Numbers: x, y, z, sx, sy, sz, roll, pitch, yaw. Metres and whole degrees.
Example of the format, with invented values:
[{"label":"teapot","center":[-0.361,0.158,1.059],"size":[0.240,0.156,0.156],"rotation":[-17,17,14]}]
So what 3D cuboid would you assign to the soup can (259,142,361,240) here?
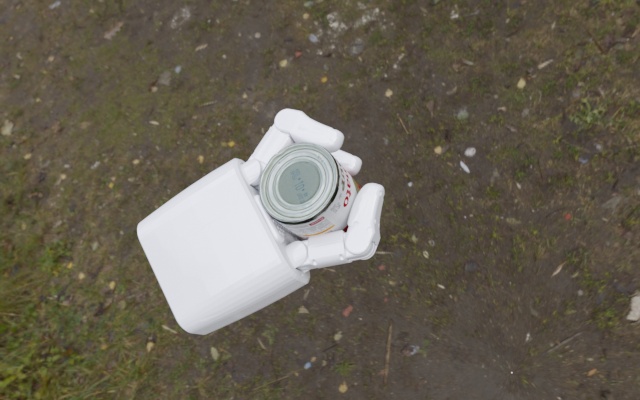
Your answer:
[{"label":"soup can","center":[0.000,0.001,0.401],"size":[0.068,0.068,0.102],"rotation":[0,-18,22]}]
